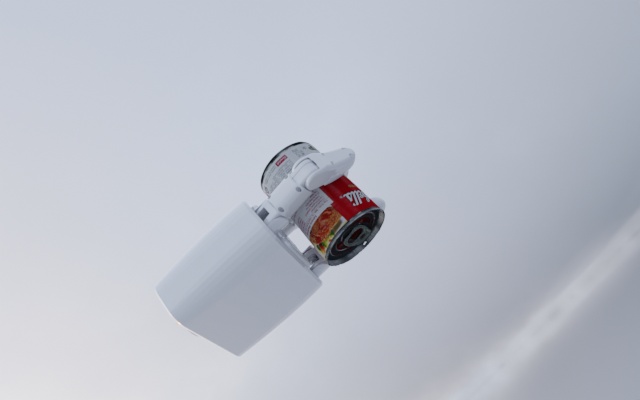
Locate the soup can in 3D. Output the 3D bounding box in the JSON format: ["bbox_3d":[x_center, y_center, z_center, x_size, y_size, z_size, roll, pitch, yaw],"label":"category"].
[{"bbox_3d":[0.000,0.001,0.441,0.102,0.068,0.068,45,25,27],"label":"soup can"}]
